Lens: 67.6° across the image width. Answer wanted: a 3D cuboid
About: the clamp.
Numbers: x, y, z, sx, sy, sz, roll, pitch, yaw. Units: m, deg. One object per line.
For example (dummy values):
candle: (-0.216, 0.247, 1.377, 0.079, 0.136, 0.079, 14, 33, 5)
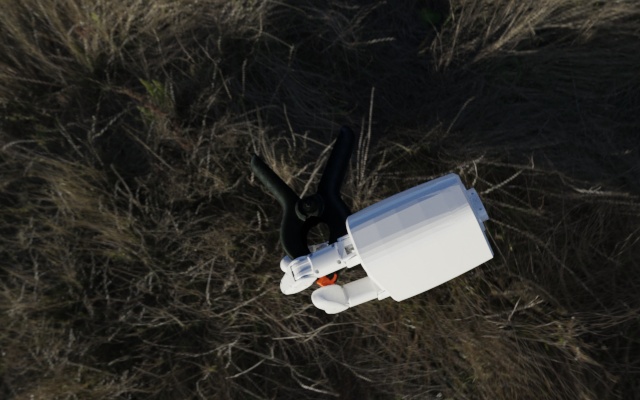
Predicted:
clamp: (0.000, 0.002, 0.498, 0.120, 0.171, 0.039, -26, -22, 14)
